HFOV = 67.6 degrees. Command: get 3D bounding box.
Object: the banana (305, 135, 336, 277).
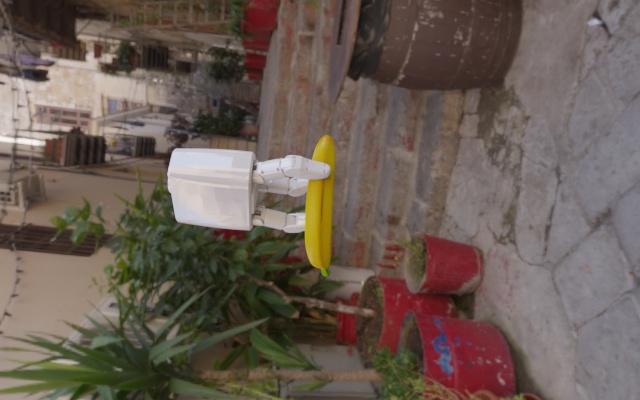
[{"bbox_3d":[0.000,0.004,0.642,0.037,0.198,0.069,3,-4,2],"label":"banana"}]
